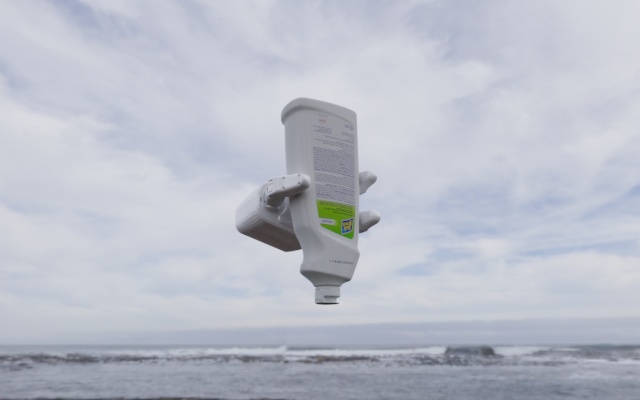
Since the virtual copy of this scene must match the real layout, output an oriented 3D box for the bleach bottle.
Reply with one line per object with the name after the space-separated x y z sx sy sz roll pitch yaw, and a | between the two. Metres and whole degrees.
0.000 0.002 0.600 0.102 0.250 0.068 8 -19 -26 | bleach bottle
